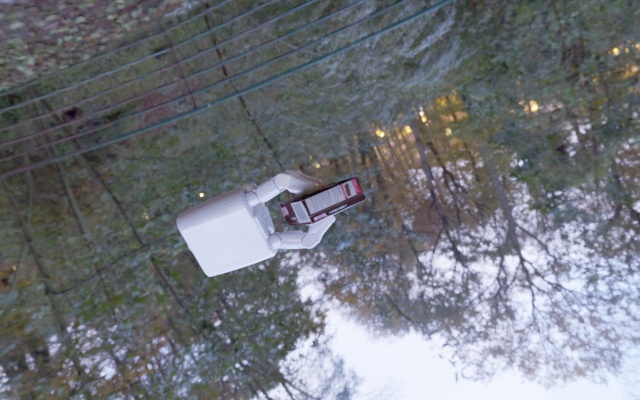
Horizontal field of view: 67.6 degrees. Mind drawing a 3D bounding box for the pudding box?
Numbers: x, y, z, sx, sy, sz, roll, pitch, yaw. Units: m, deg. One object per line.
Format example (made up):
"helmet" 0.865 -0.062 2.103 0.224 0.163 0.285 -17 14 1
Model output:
"pudding box" 0.000 0.002 0.682 0.090 0.039 0.113 -24 7 -20
